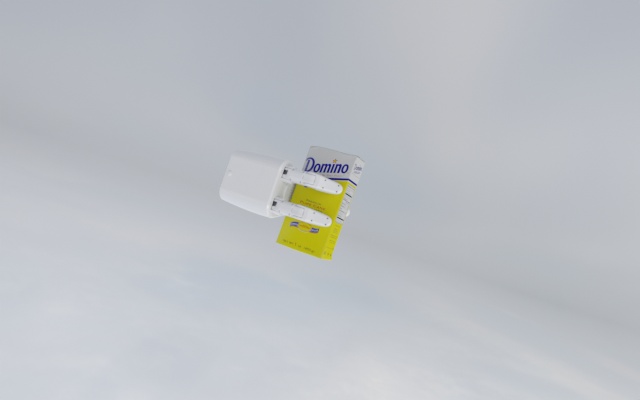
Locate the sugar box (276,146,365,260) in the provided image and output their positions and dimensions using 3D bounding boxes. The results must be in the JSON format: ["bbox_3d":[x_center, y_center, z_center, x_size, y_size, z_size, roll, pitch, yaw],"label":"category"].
[{"bbox_3d":[0.000,0.003,0.791,0.093,0.176,0.048,16,-3,28],"label":"sugar box"}]
